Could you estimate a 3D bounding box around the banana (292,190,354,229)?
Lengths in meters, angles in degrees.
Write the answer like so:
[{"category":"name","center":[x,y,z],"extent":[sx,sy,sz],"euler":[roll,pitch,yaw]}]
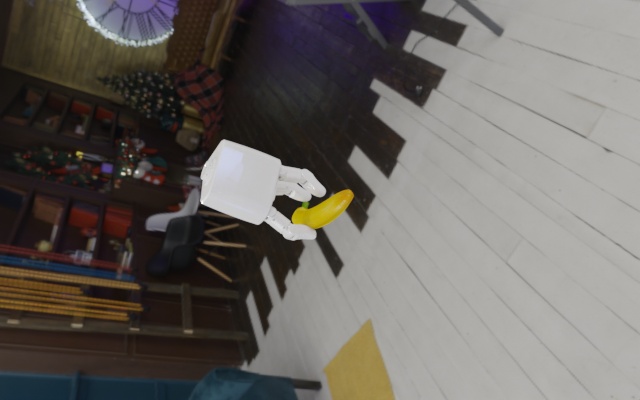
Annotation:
[{"category":"banana","center":[-0.008,0.020,0.847],"extent":[0.037,0.069,0.198],"euler":[27,-16,-22]}]
